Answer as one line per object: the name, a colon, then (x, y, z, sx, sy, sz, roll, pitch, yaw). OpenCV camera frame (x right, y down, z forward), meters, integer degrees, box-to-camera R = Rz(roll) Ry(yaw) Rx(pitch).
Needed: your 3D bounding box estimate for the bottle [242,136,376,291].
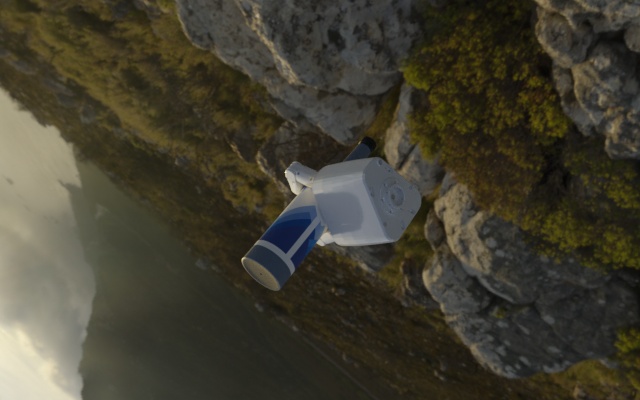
bottle: (0.000, 0.003, 0.722, 0.069, 0.069, 0.295, 0, 42, 48)
